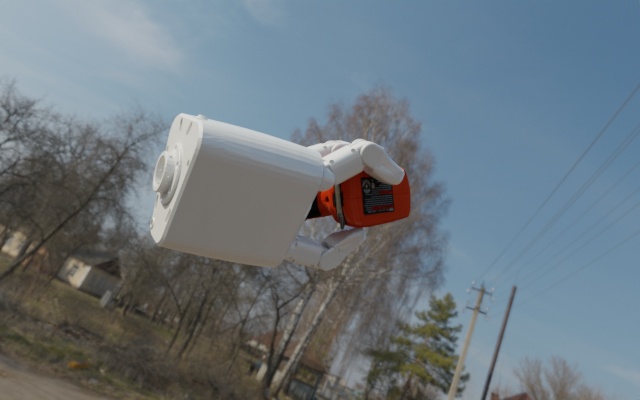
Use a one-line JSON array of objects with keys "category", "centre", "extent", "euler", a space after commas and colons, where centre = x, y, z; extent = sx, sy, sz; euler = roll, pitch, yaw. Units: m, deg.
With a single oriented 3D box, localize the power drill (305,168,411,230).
[{"category": "power drill", "centre": [0.000, 0.002, 0.525], "extent": [0.187, 0.057, 0.184], "euler": [-8, 0, 41]}]
